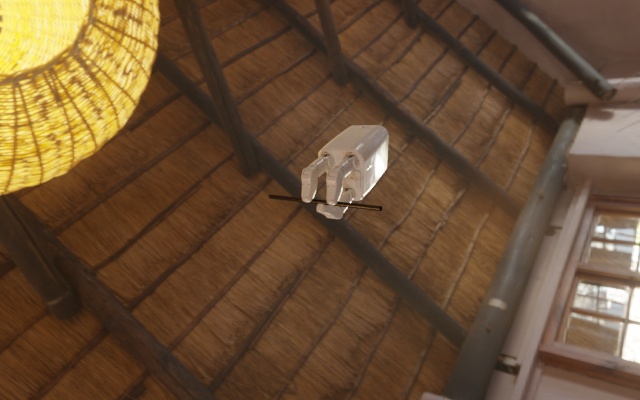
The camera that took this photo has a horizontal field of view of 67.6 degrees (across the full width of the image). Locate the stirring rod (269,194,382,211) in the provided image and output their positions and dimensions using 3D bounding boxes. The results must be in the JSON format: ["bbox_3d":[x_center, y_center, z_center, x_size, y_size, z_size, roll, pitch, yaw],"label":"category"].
[{"bbox_3d":[0.000,0.003,0.823,0.239,0.011,0.011,6,4,38],"label":"stirring rod"}]
